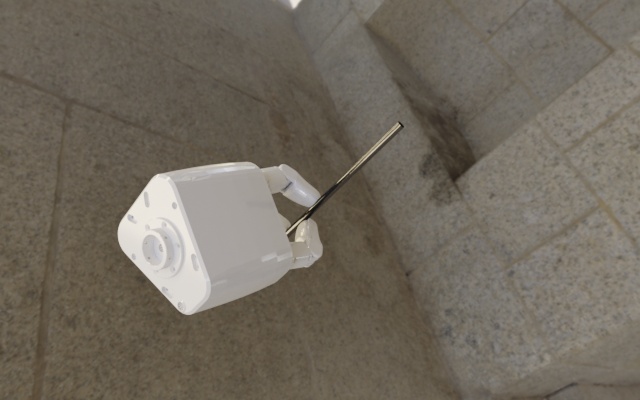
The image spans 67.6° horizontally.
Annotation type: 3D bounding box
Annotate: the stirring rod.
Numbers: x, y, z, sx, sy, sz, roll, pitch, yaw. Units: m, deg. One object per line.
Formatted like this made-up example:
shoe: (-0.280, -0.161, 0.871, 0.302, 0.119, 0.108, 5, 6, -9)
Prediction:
stirring rod: (0.000, 0.002, 0.507, 0.240, 0.011, 0.011, -44, -25, 29)
